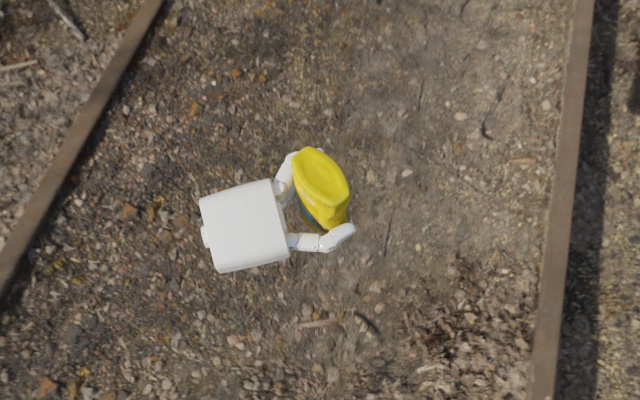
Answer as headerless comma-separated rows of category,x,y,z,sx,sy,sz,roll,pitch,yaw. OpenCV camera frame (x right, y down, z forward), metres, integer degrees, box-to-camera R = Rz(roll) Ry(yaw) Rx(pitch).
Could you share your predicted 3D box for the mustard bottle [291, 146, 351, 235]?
mustard bottle,0.000,0.002,0.713,0.058,0.096,0.192,-38,-18,-14
